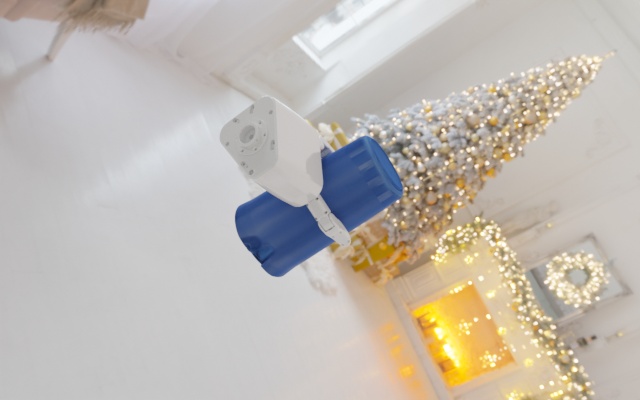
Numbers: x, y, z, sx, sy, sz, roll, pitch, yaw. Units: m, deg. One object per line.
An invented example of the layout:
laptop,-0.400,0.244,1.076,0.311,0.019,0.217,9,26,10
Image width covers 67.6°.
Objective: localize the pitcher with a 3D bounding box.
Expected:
pitcher,0.000,0.002,0.742,0.243,0.149,0.145,-31,-32,18
